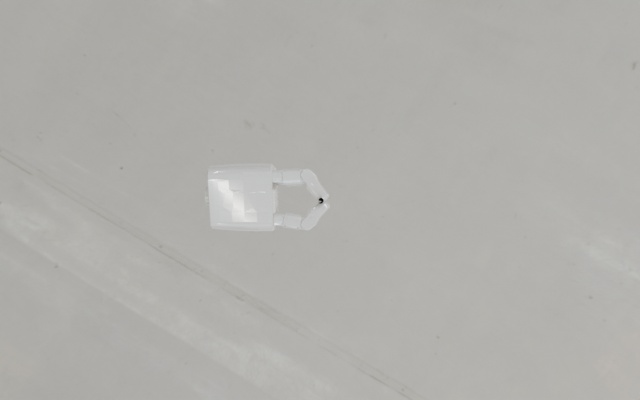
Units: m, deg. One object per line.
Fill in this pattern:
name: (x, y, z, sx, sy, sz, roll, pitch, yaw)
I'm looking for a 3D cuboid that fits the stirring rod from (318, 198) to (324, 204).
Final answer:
stirring rod: (0.000, 0.003, 0.852, 0.011, 0.011, 0.239, 0, -1, 0)
